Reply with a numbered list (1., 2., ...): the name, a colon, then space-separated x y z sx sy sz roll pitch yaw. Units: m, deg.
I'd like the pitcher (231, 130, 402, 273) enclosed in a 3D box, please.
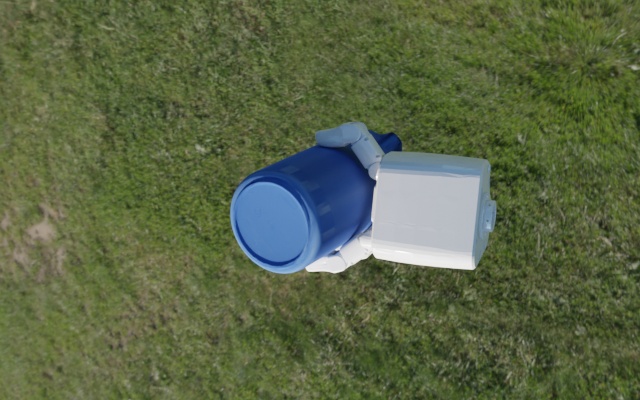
1. pitcher: 0.000 0.002 0.573 0.145 0.149 0.242 6 17 27
